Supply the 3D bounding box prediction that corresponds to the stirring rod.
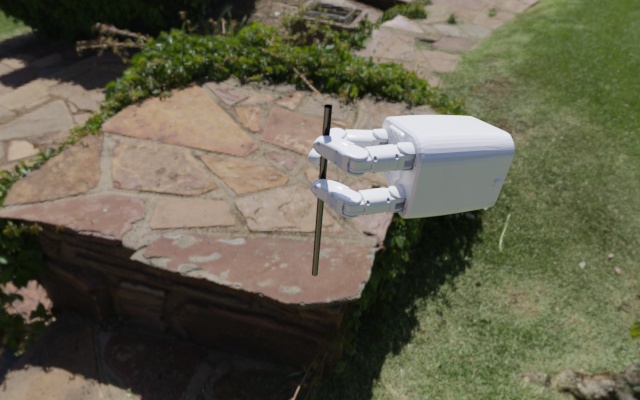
[{"bbox_3d":[0.000,0.002,0.537,0.011,0.240,0.011,3,40,-2],"label":"stirring rod"}]
